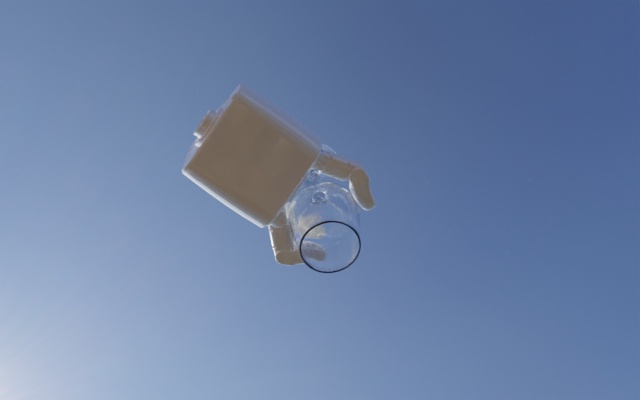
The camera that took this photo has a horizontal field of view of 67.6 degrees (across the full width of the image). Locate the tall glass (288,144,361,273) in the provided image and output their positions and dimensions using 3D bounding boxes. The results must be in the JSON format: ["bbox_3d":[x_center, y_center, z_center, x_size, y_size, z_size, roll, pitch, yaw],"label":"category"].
[{"bbox_3d":[0.000,0.002,0.559,0.079,0.079,0.201,0,27,-7],"label":"tall glass"}]
